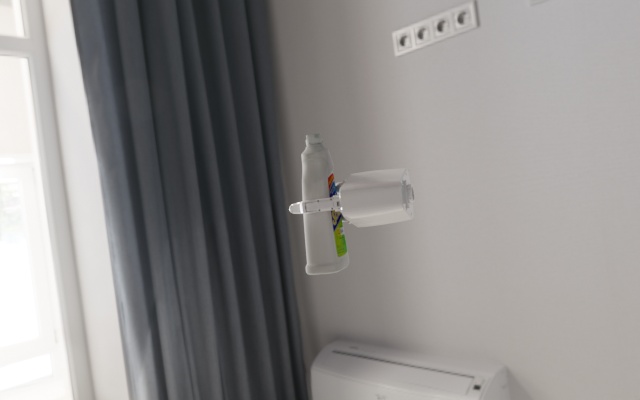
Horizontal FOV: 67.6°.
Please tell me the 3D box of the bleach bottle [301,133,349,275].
[{"bbox_3d":[0.000,0.003,0.878,0.068,0.251,0.102,-7,0,19],"label":"bleach bottle"}]
